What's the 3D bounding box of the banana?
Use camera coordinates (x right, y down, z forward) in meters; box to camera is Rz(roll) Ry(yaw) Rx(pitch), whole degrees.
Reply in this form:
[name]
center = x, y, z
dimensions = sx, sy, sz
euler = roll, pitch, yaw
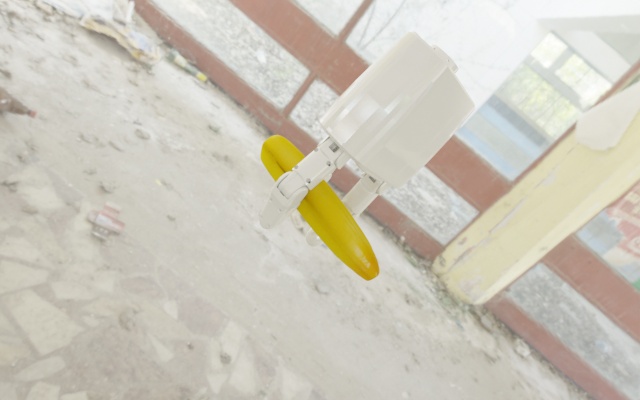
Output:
[banana]
center = -0.010, -0.008, 0.447
dimensions = 0.197, 0.037, 0.070
euler = 51, 5, 38
